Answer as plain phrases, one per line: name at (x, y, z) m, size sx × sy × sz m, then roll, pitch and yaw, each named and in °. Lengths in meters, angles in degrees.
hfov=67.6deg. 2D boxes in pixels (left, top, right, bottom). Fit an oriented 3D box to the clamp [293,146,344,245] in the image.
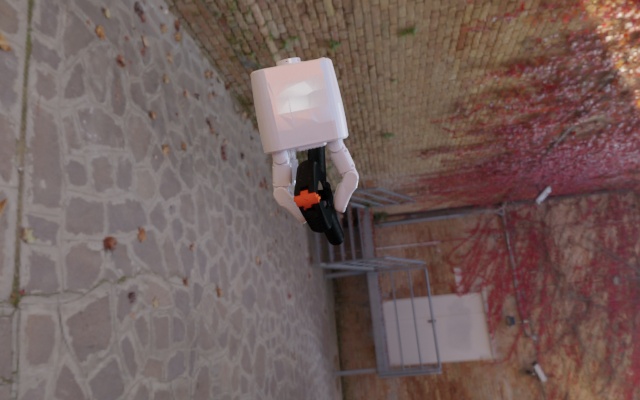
clamp at (0.001, 0.002, 0.648) m, size 0.036 × 0.164 × 0.210 m, roll -13°, pitch 9°, yaw 8°
